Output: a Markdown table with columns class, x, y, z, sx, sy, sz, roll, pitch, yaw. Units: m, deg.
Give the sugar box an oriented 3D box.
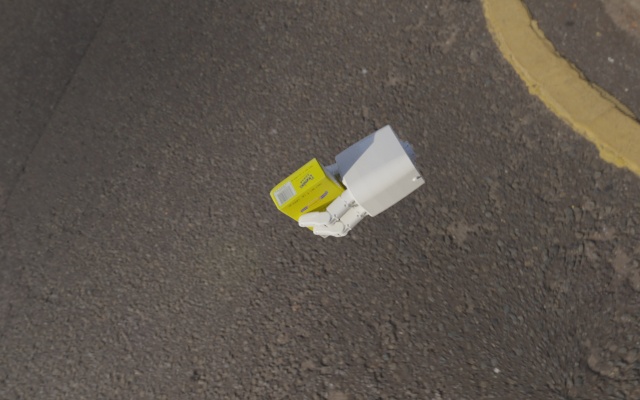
| class | x | y | z | sx | sy | sz | roll | pitch | yaw |
| --- | --- | --- | --- | --- | --- | --- | --- | --- | --- |
| sugar box | 0.000 | 0.003 | 0.801 | 0.093 | 0.048 | 0.176 | -35 | -32 | 11 |
